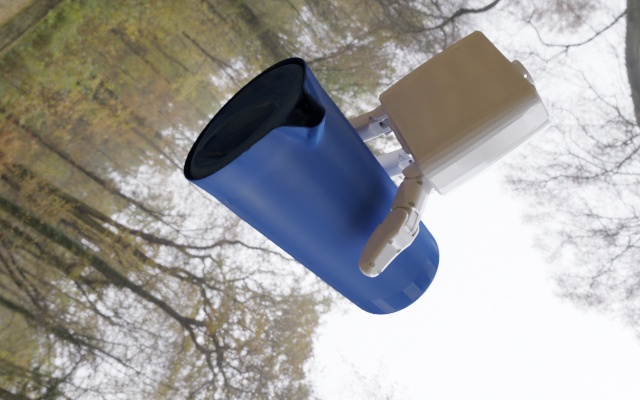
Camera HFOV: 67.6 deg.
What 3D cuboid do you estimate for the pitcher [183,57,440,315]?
[{"bbox_3d":[0.000,0.001,0.448,0.145,0.243,0.149,-36,31,15],"label":"pitcher"}]
